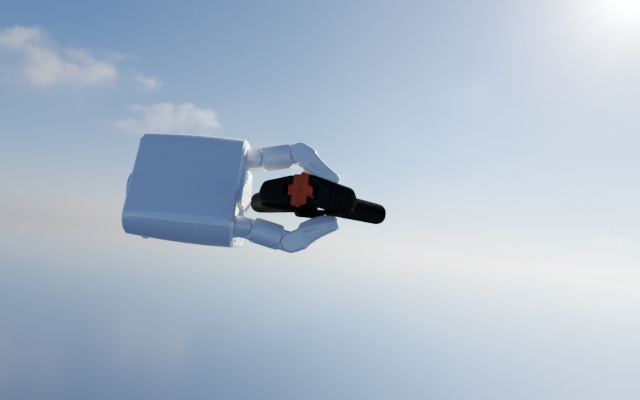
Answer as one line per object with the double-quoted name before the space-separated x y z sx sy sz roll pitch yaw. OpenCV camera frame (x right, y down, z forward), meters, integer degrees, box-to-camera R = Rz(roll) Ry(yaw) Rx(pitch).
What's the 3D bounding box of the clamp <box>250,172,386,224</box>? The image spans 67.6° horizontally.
"clamp" 0.000 0.001 0.496 0.164 0.036 0.210 5 -6 -2
